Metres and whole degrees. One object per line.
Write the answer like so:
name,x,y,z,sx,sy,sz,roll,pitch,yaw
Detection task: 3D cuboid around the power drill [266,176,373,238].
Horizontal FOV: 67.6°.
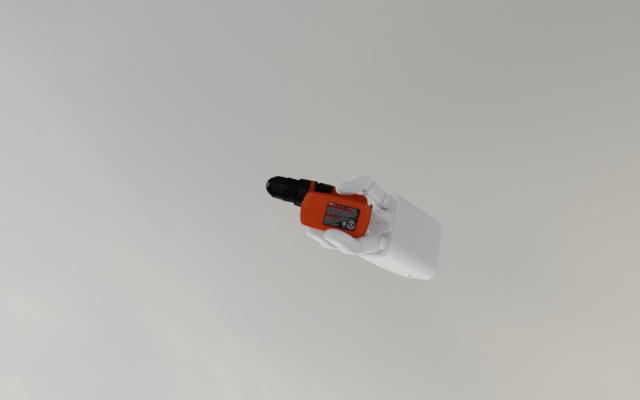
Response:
power drill,0.000,0.003,0.781,0.184,0.057,0.187,12,9,-7
